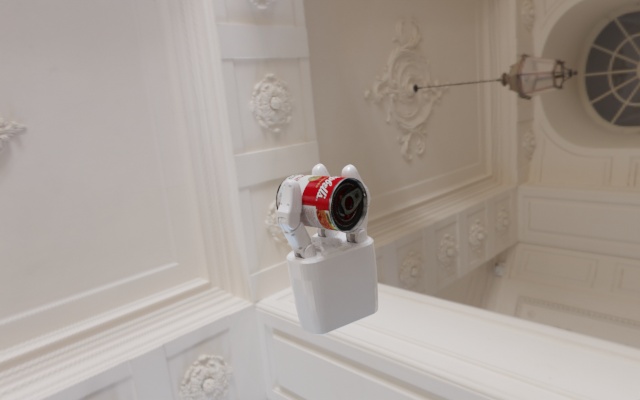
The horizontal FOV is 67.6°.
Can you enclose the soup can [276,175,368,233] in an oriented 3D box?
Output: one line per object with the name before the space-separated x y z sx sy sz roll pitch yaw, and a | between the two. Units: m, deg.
soup can | 0.000 0.002 0.610 0.068 0.068 0.102 0 4 -45
